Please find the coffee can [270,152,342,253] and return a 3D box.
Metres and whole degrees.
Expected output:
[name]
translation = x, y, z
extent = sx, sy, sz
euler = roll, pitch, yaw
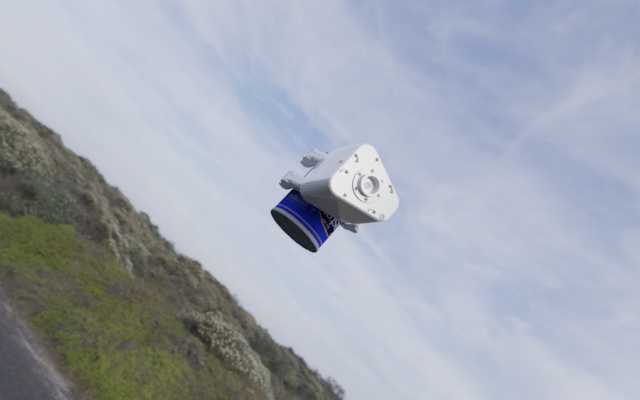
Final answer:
[coffee can]
translation = 0.000, 0.003, 0.803
extent = 0.103, 0.140, 0.103
euler = 38, -18, 15
